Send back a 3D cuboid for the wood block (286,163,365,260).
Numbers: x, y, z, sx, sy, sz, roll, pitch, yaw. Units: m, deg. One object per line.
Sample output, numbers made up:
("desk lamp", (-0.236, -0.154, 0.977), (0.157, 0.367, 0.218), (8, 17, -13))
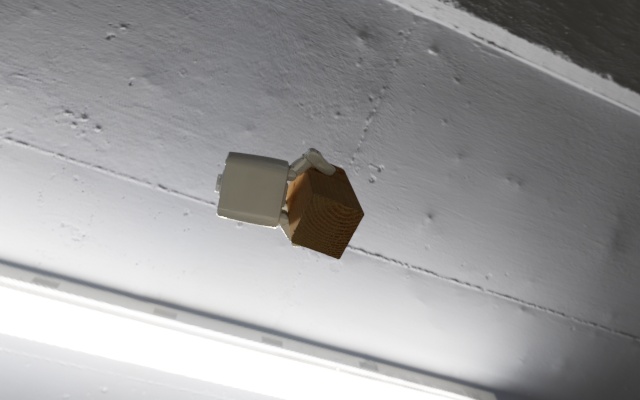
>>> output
("wood block", (0.000, 0.002, 0.824), (0.090, 0.091, 0.206), (21, 19, -15))
